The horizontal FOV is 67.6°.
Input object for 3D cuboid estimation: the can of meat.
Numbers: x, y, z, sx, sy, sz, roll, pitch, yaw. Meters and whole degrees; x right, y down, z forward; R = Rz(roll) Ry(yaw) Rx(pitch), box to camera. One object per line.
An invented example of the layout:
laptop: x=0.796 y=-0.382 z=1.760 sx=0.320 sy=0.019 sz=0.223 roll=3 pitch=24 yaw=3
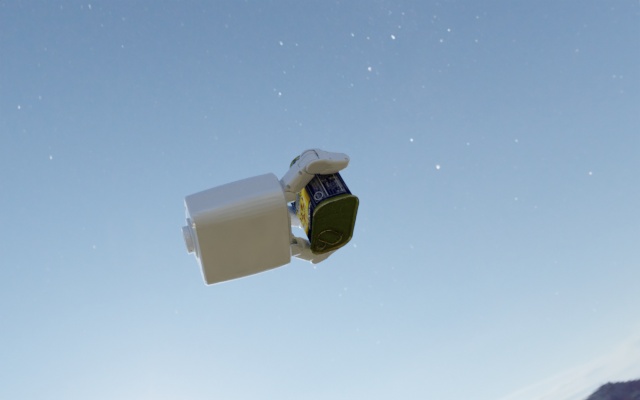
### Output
can of meat: x=0.000 y=0.002 z=0.586 sx=0.057 sy=0.084 sz=0.102 roll=-17 pitch=-37 yaw=-17
